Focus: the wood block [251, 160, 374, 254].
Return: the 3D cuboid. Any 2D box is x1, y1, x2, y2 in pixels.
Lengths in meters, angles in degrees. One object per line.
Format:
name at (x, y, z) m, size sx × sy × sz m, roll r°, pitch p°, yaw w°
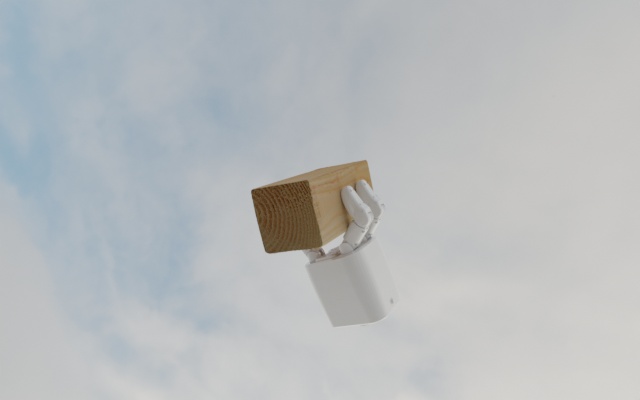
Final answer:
wood block at (0.000, 0.003, 0.698) m, size 0.091 × 0.090 × 0.206 m, roll -10°, pitch 7°, yaw 27°
